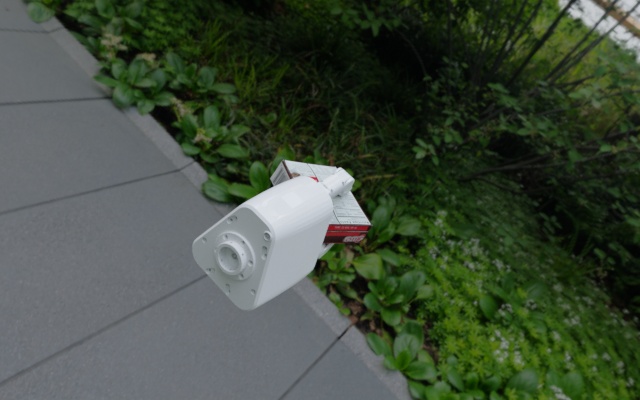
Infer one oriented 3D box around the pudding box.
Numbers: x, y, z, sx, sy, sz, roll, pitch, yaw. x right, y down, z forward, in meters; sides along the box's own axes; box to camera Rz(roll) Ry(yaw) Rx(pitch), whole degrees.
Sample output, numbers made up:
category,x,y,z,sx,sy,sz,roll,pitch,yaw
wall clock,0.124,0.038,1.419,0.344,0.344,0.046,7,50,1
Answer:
category,x,y,z,sx,sy,sz,roll,pitch,yaw
pudding box,0.000,0.002,0.592,0.090,0.113,0.039,5,-46,-38
